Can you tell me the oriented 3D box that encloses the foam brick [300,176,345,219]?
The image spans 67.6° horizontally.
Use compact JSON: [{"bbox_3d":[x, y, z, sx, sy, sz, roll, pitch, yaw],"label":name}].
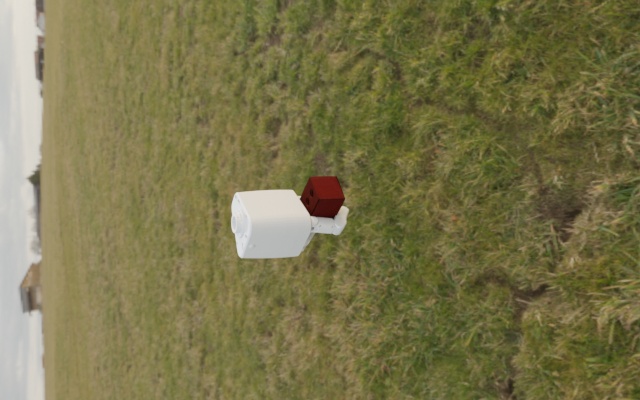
[{"bbox_3d":[0.000,0.002,0.820,0.051,0.053,0.078,0,-41,-25],"label":"foam brick"}]
